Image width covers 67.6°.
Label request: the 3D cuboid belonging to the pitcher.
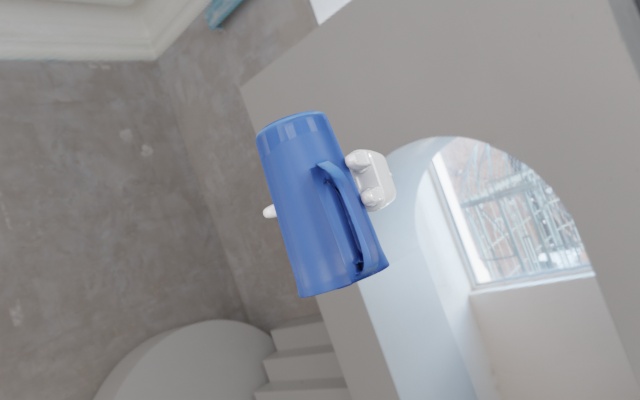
[{"bbox_3d":[0.000,0.002,0.663,0.149,0.243,0.145,-21,-3,23],"label":"pitcher"}]
